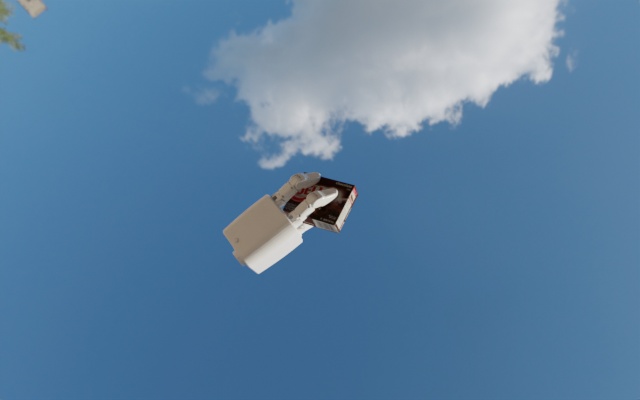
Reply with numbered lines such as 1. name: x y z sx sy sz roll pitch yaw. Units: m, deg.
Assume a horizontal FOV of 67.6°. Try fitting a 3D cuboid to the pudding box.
1. pudding box: 0.000 0.003 0.880 0.113 0.090 0.039 17 -25 24
